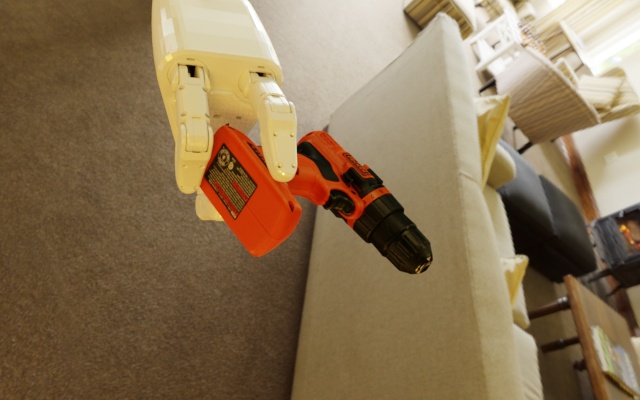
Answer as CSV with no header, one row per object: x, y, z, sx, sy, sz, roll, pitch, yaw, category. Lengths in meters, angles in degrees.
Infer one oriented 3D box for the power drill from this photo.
0.000,0.001,0.417,0.184,0.057,0.187,47,24,26,power drill
